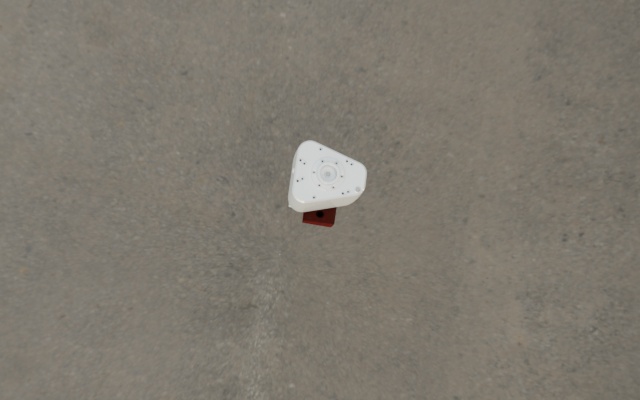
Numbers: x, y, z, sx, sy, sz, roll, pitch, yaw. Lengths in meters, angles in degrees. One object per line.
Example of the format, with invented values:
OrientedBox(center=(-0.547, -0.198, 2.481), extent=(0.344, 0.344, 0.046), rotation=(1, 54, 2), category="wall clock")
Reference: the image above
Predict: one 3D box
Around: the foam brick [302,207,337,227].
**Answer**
OrientedBox(center=(0.000, 0.003, 0.807), extent=(0.053, 0.078, 0.051), rotation=(8, -6, -4), category="foam brick")
